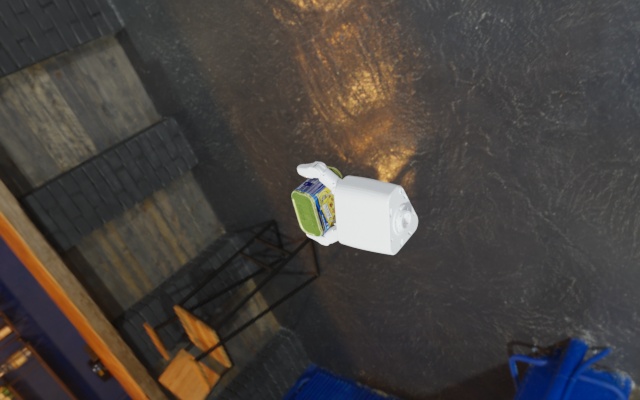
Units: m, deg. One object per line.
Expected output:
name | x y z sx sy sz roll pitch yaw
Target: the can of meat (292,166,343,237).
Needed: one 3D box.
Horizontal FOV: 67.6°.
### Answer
can of meat | 0.000 0.003 0.853 0.057 0.102 0.084 15 44 38
